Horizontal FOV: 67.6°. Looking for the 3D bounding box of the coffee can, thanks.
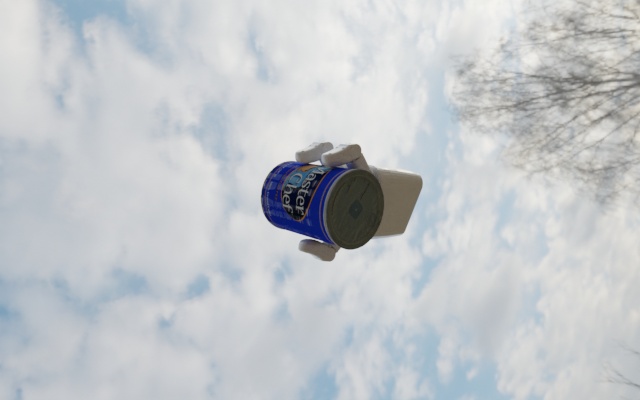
[{"bbox_3d":[0.000,0.002,0.648,0.103,0.103,0.140,0,8,-42],"label":"coffee can"}]
